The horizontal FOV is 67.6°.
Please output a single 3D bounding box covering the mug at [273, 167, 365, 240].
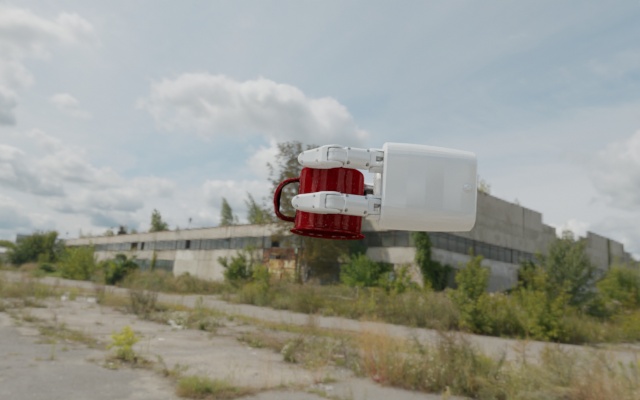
[{"bbox_3d":[-0.001,0.002,0.595,0.117,0.081,0.093,5,-10,0],"label":"mug"}]
